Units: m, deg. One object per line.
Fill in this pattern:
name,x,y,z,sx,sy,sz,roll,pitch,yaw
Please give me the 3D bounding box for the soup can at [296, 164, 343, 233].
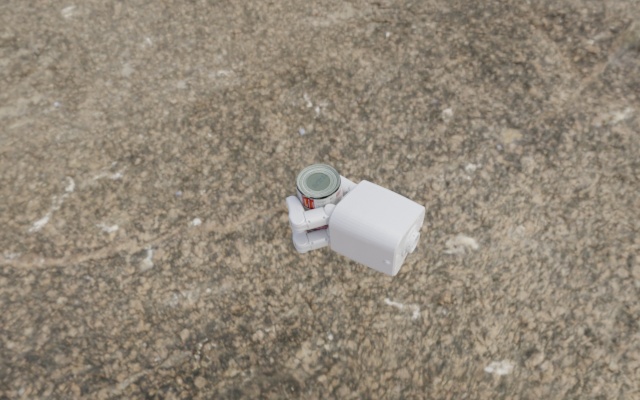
soup can,0.000,0.002,0.732,0.068,0.068,0.102,0,-39,5
